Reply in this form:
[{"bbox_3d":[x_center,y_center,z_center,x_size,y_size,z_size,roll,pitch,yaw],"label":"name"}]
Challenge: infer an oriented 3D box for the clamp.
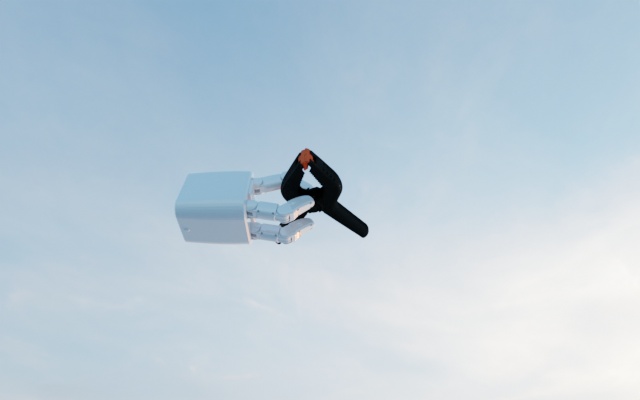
[{"bbox_3d":[0.000,0.002,0.757,0.164,0.036,0.210,-1,-40,-1],"label":"clamp"}]
